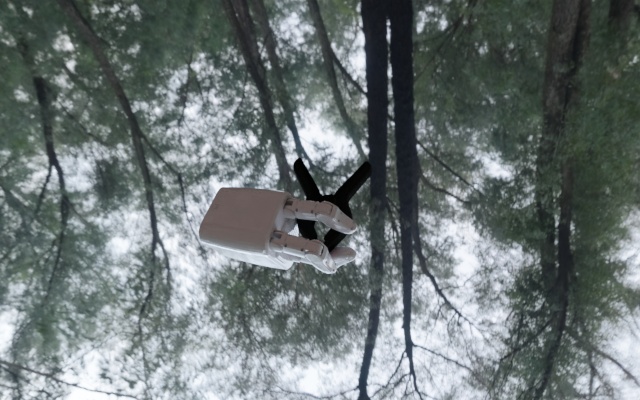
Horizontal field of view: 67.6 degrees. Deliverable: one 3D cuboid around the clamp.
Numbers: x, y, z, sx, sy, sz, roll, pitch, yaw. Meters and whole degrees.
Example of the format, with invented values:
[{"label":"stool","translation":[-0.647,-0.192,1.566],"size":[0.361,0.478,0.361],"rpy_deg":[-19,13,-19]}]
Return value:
[{"label":"clamp","translation":[0.000,0.003,0.697],"size":[0.120,0.171,0.039],"rpy_deg":[8,-36,18]}]
